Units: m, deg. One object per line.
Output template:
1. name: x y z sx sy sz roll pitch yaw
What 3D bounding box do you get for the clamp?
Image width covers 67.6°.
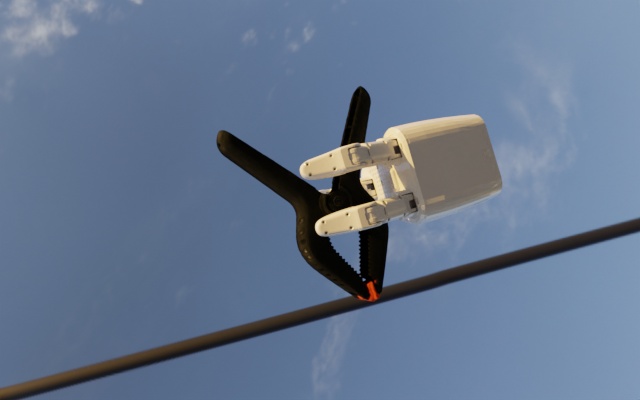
1. clamp: 0.000 0.002 0.464 0.164 0.210 0.036 -15 -3 -19
